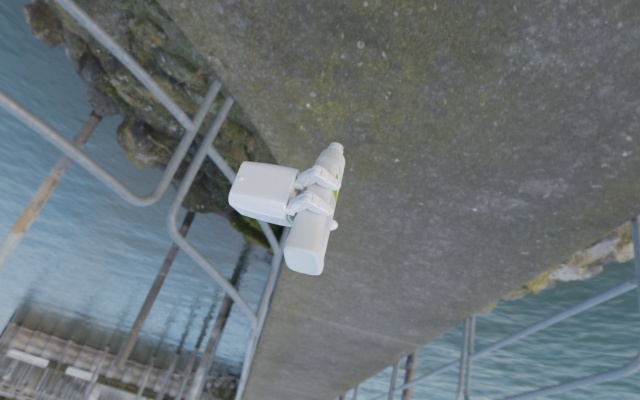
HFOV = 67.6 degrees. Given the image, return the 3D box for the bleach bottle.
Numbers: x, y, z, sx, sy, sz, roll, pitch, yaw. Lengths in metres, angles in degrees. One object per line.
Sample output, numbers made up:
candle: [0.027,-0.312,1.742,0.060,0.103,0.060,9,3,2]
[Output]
bleach bottle: [0.000,0.003,0.881,0.068,0.250,0.103,11,-31,10]
